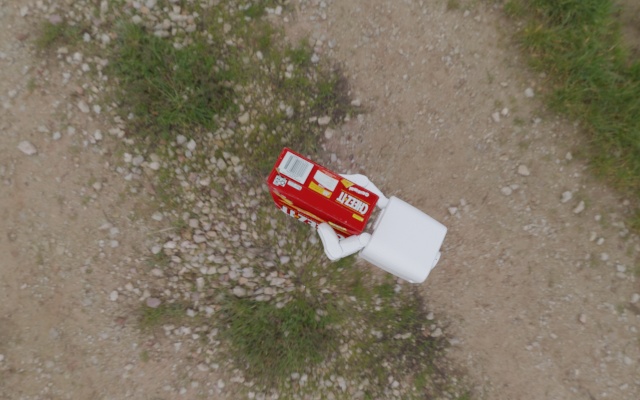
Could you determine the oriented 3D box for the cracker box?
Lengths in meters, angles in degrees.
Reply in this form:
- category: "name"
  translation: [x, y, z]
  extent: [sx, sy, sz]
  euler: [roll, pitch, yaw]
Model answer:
- category: "cracker box"
  translation: [0.000, 0.002, 0.808]
  extent: [0.164, 0.072, 0.214]
  euler: [27, -10, 3]
